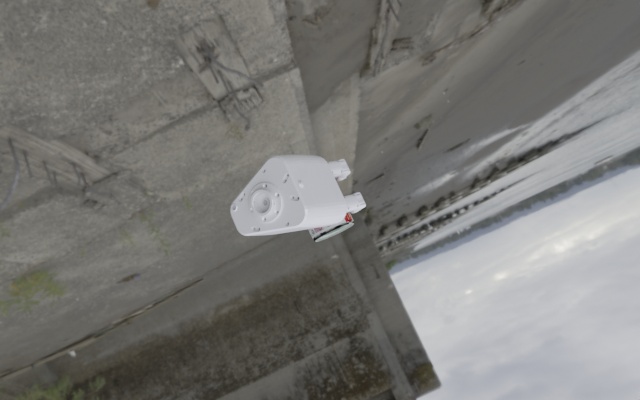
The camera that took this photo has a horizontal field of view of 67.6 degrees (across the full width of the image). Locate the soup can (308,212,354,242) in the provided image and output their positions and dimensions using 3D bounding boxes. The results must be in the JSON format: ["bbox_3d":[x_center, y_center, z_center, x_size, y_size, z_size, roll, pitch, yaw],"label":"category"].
[{"bbox_3d":[0.000,0.003,0.716,0.068,0.102,0.068,-24,-10,-5],"label":"soup can"}]
